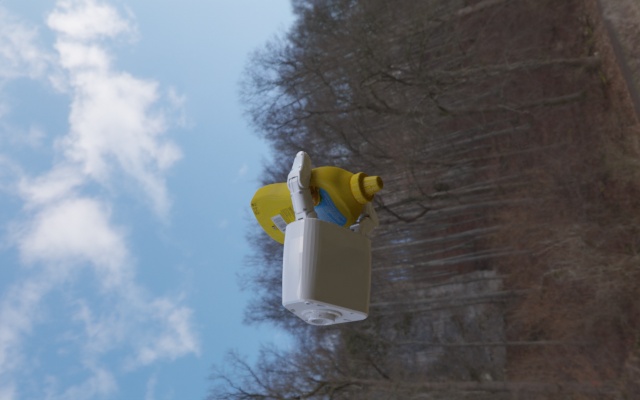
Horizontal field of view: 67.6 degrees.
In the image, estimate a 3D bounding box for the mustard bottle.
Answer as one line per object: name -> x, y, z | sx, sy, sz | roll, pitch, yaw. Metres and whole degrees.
mustard bottle -> 0.000, 0.002, 0.664 | 0.191, 0.096, 0.058 | -18, 31, 33
